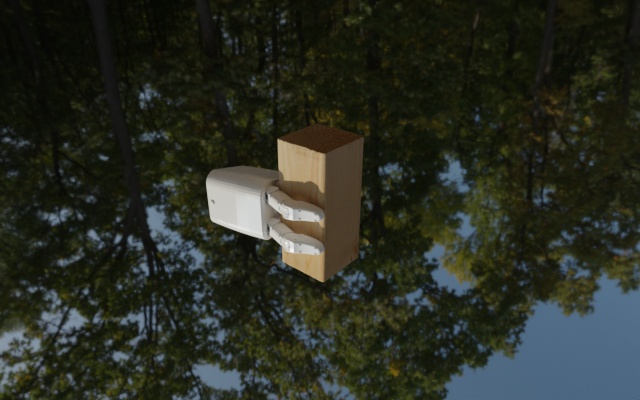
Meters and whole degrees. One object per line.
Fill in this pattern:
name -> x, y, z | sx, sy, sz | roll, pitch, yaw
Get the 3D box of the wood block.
wood block -> 0.000, 0.002, 0.715 | 0.090, 0.206, 0.090 | 21, 35, 34
